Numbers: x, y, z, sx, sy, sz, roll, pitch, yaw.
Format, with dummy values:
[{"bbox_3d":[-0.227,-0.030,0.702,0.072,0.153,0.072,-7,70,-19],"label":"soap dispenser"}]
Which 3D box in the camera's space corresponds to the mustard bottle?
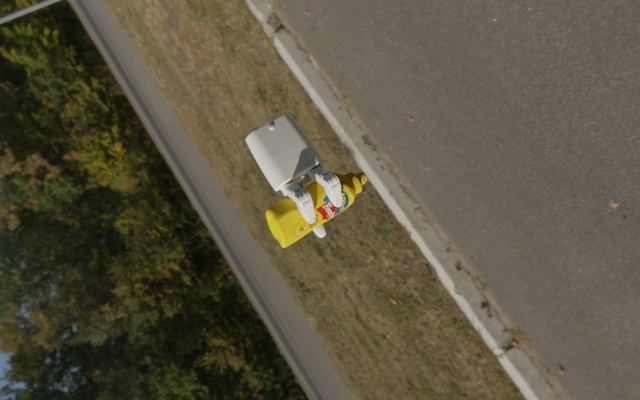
[{"bbox_3d":[0.000,0.003,0.834,0.191,0.058,0.096,-31,-32,-16],"label":"mustard bottle"}]
